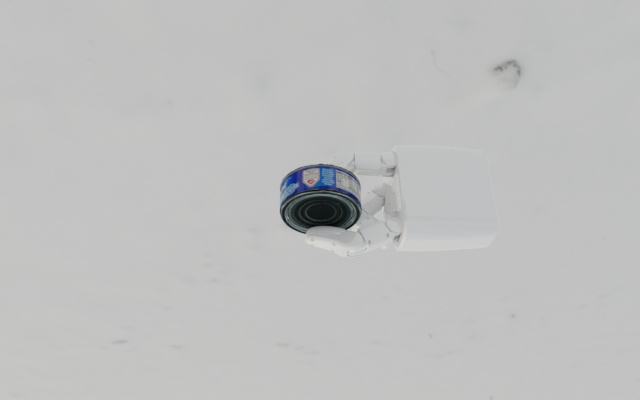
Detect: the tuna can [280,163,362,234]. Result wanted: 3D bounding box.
[{"bbox_3d":[0.000,0.002,0.496,0.086,0.033,0.086,-1,-35,0],"label":"tuna can"}]
